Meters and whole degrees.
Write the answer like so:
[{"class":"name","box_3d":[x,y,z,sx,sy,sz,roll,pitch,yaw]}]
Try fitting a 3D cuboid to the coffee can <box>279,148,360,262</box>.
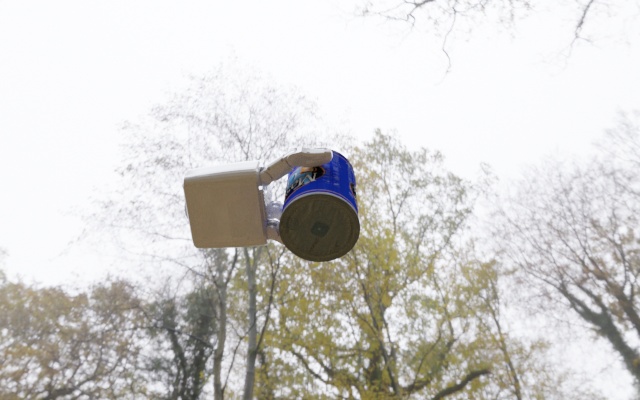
[{"class":"coffee can","box_3d":[0.000,0.002,0.658,0.103,0.103,0.140,0,30,1]}]
